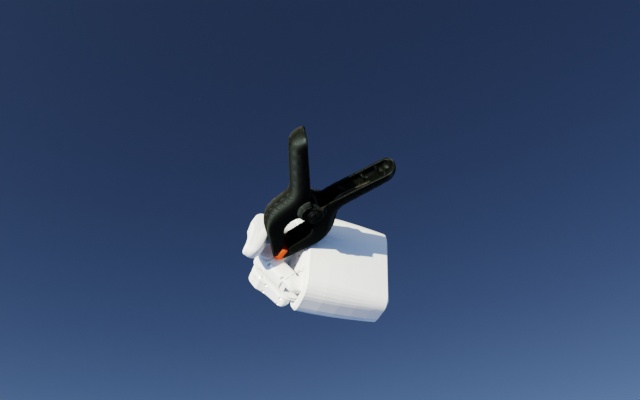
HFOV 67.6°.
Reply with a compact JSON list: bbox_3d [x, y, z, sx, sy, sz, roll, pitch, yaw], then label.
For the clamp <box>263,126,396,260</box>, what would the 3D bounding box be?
[{"bbox_3d":[0.000,0.002,0.510,0.120,0.039,0.172,13,-48,-18],"label":"clamp"}]
